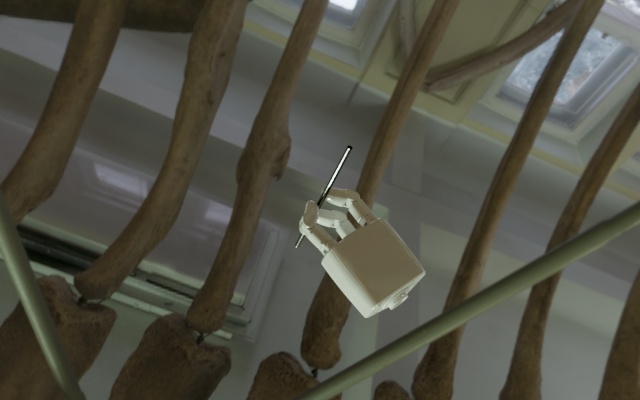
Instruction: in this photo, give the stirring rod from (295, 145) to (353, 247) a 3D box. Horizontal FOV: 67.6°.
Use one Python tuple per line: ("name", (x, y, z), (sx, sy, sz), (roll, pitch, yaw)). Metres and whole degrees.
("stirring rod", (0.000, 0.002, 0.742), (0.011, 0.011, 0.240), (0, -39, -26))
